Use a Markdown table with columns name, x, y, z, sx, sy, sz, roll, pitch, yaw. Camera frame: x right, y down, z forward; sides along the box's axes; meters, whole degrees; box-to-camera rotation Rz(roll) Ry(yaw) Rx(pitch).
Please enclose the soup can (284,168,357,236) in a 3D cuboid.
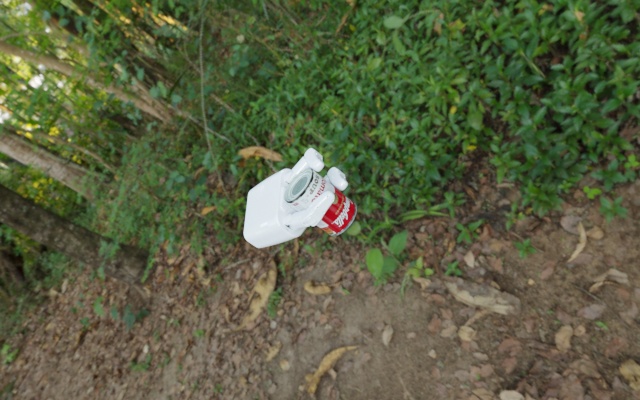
| name | x | y | z | sx | sy | sz | roll | pitch | yaw |
| --- | --- | --- | --- | --- | --- | --- | --- | --- | --- |
| soup can | 0.000 | 0.002 | 0.774 | 0.102 | 0.068 | 0.068 | 38 | -19 | -26 |
